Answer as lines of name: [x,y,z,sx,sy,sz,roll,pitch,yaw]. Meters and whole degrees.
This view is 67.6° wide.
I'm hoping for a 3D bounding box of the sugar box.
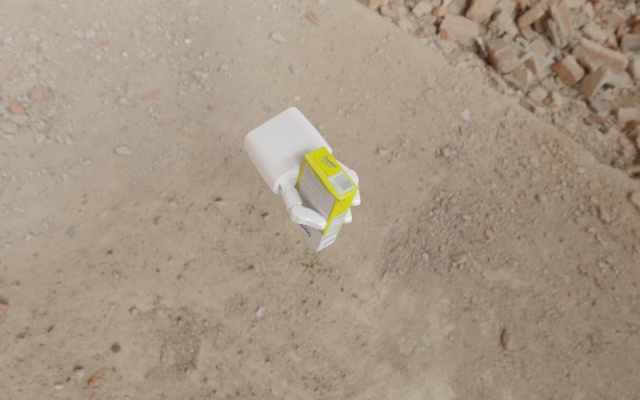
sugar box: [0.001,0.002,0.784,0.048,0.093,0.176,-28,-21,-24]
